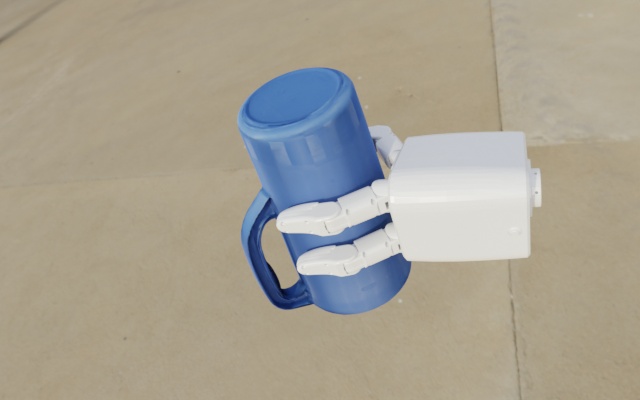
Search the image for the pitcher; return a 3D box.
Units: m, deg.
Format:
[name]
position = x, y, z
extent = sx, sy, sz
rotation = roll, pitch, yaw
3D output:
[pitcher]
position = 0.000, 0.002, 0.484
extent = 0.145, 0.243, 0.149
rotation = -1, 44, 23
